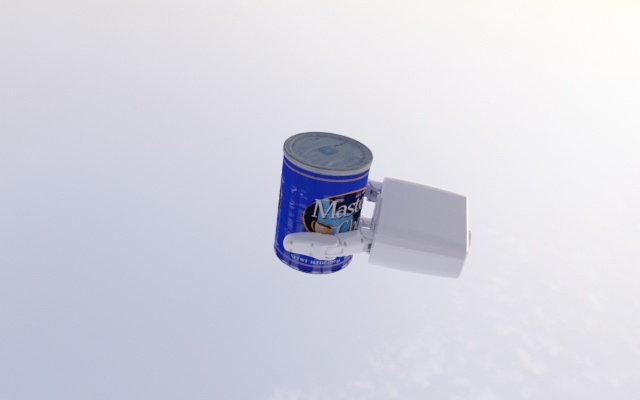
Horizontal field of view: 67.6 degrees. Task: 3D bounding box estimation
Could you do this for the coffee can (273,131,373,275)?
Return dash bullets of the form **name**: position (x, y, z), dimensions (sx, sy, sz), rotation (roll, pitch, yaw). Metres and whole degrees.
- **coffee can**: position (0.000, 0.002, 0.572), dimensions (0.103, 0.140, 0.102), rotation (7, 30, -4)
